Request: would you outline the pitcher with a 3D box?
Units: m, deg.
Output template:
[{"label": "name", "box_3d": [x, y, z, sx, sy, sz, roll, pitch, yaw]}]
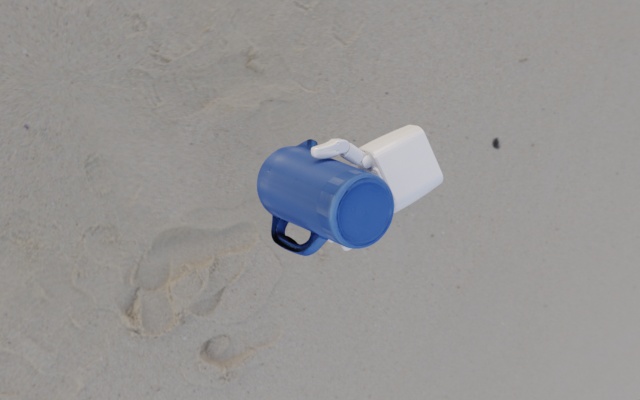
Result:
[{"label": "pitcher", "box_3d": [0.000, 0.002, 0.751, 0.145, 0.149, 0.242, -27, 24, -21]}]
